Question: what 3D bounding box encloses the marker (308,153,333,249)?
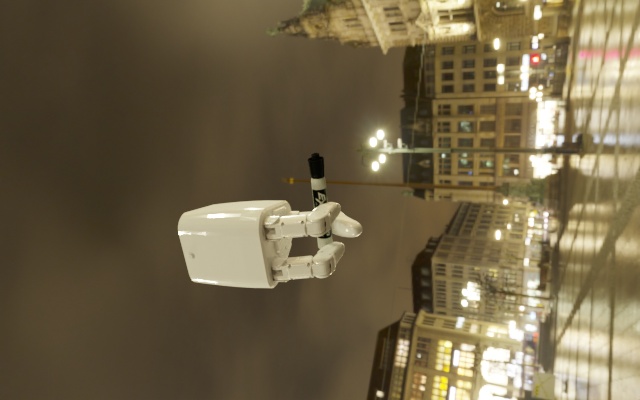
[{"bbox_3d":[0.000,0.002,0.575,0.020,0.121,0.020,-6,22,2],"label":"marker"}]
